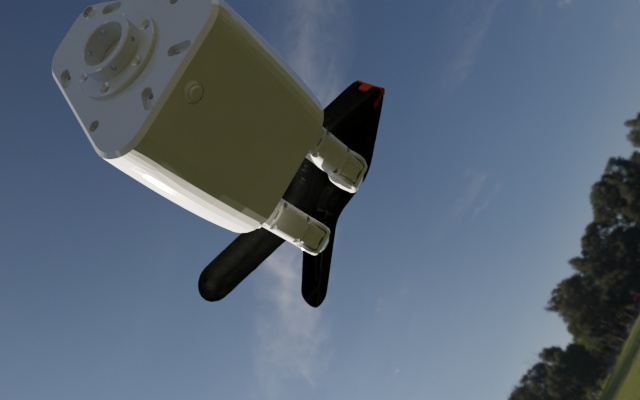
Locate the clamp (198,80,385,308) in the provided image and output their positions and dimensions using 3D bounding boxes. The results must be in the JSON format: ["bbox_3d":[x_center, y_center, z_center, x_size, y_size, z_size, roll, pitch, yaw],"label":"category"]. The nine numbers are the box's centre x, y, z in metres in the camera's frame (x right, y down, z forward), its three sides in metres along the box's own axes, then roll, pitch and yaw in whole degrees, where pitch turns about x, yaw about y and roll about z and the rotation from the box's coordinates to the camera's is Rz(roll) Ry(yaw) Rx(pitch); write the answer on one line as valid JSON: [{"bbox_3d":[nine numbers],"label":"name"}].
[{"bbox_3d":[0.000,0.000,0.406,0.036,0.210,0.165,26,-6,30],"label":"clamp"}]
